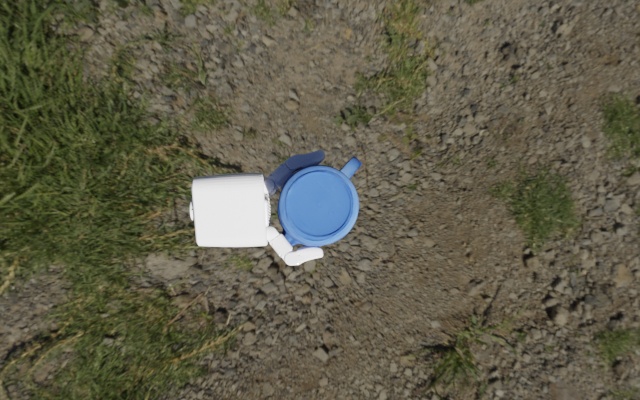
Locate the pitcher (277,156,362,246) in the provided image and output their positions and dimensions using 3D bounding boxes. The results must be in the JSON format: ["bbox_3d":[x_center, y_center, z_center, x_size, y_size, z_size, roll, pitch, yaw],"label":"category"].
[{"bbox_3d":[0.000,0.003,0.746,0.145,0.149,0.243,-2,-2,-3],"label":"pitcher"}]
